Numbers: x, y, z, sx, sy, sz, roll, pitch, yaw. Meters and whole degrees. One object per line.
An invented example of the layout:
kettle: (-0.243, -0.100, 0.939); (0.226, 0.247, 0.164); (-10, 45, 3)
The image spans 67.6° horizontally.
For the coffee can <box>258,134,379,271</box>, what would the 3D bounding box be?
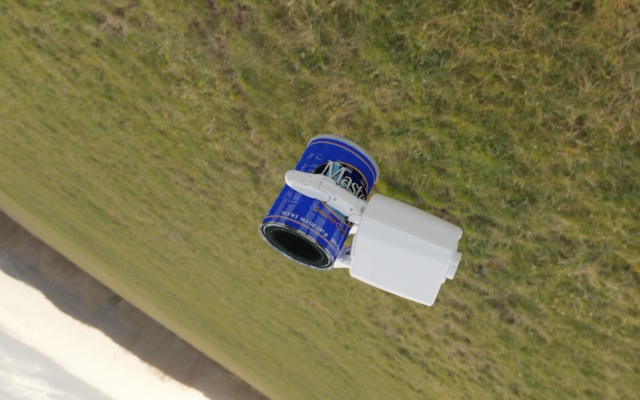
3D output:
coffee can: (0.000, 0.002, 0.604); (0.103, 0.140, 0.103); (23, -26, 12)
